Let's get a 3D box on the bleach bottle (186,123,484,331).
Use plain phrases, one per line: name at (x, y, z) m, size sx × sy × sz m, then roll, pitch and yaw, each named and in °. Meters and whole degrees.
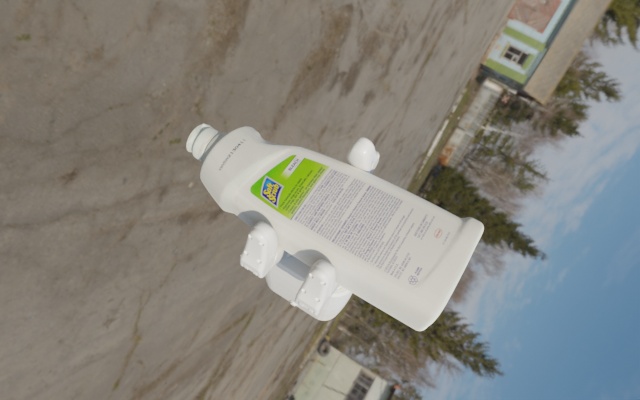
bleach bottle at (0.000, 0.001, 0.405) m, size 0.251 × 0.102 × 0.068 m, roll 31°, pitch -27°, yaw 11°
